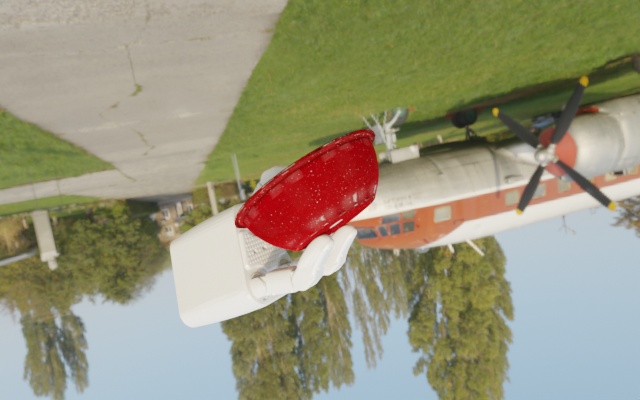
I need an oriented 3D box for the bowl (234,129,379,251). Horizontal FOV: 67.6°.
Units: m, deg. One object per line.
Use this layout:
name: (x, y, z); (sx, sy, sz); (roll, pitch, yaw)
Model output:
bowl: (0.001, 0.001, 0.460); (0.162, 0.055, 0.162); (-33, -10, -6)
